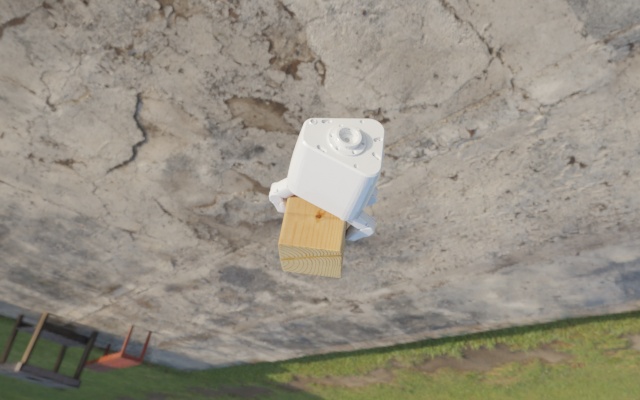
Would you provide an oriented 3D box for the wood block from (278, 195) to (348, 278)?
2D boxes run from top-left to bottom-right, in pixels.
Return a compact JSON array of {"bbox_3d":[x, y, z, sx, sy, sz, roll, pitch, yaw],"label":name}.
[{"bbox_3d":[0.000,0.002,0.736,0.091,0.206,0.090,6,-32,5],"label":"wood block"}]
